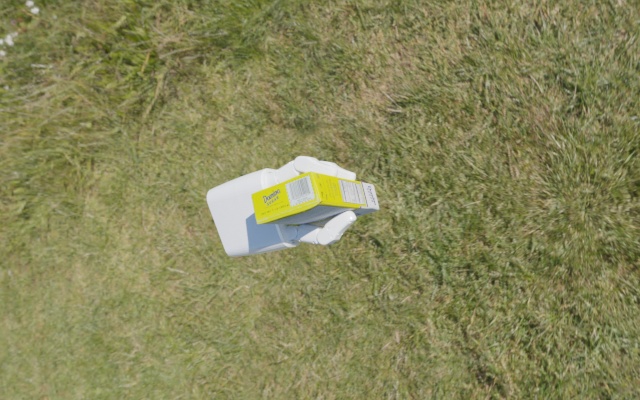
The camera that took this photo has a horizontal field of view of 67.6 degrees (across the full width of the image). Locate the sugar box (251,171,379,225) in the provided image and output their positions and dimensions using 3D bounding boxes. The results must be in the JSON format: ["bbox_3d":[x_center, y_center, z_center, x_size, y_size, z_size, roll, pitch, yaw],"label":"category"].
[{"bbox_3d":[0.000,0.002,0.633,0.093,0.048,0.176,-18,-10,27],"label":"sugar box"}]
